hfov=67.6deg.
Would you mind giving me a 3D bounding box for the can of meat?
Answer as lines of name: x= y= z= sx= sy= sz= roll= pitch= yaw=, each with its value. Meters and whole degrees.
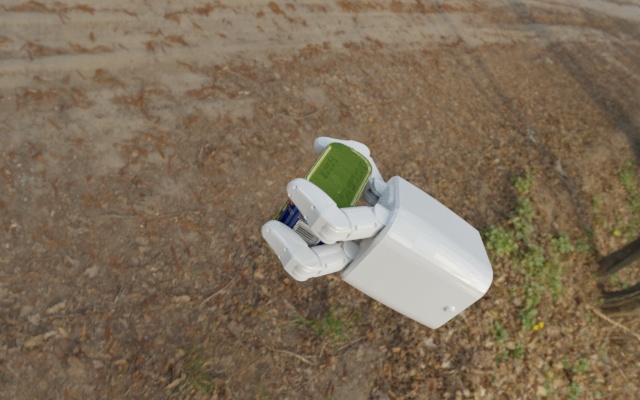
can of meat: x=0.000 y=0.001 z=0.461 sx=0.057 sy=0.084 sz=0.102 roll=34 pitch=41 yaw=-3
